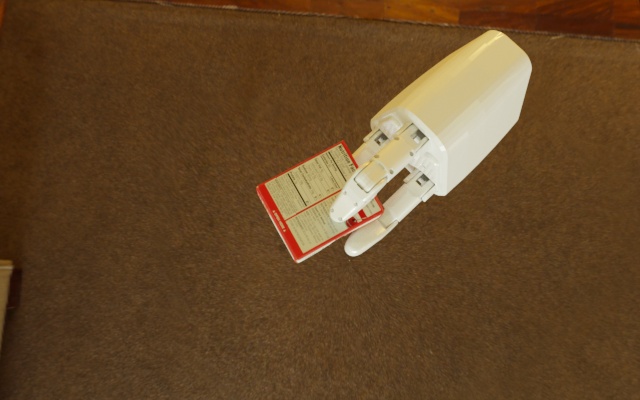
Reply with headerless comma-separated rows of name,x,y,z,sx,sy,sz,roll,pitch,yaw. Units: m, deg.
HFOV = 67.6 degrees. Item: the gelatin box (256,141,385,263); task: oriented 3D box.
gelatin box,0.000,0.001,0.416,0.089,0.073,0.030,-29,-10,-8
